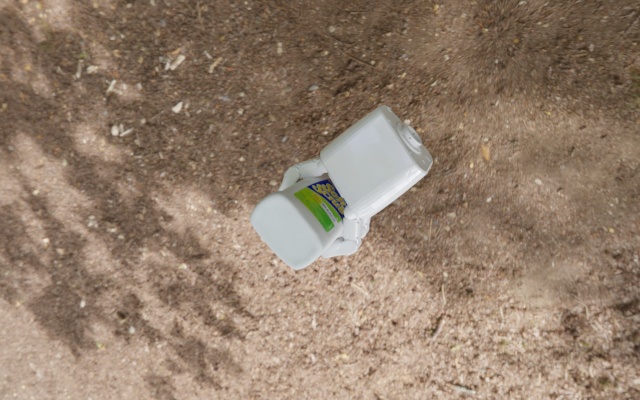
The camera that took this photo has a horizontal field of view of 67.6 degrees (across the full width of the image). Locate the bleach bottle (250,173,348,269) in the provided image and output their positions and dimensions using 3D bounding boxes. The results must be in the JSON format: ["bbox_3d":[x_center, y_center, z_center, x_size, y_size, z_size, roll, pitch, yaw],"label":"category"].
[{"bbox_3d":[0.000,0.002,0.687,0.068,0.102,0.250,-39,2,27],"label":"bleach bottle"}]
